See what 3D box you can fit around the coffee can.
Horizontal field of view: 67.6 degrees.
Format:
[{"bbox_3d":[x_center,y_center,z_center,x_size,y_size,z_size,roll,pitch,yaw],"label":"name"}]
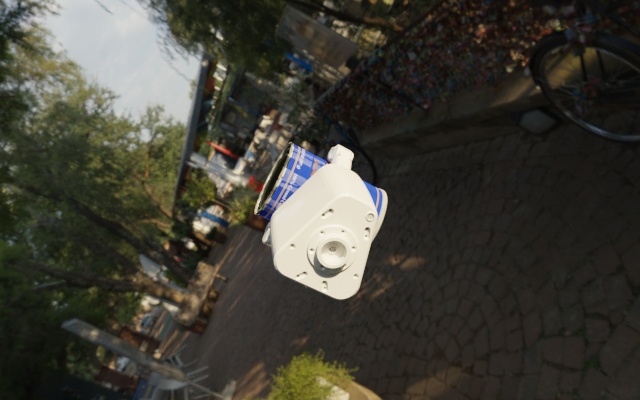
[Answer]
[{"bbox_3d":[0.000,0.002,0.620,0.140,0.103,0.103,27,-7,-13],"label":"coffee can"}]
